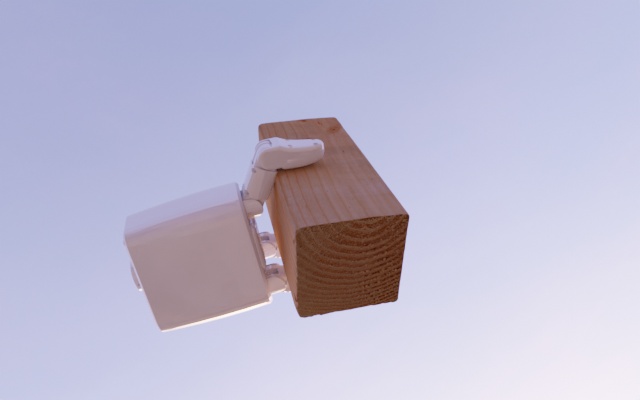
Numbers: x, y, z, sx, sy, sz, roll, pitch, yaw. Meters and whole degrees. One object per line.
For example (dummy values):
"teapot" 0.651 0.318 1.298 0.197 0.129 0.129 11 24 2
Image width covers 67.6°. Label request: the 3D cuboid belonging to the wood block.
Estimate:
"wood block" 0.000 0.001 0.456 0.090 0.091 0.206 -7 32 -12
